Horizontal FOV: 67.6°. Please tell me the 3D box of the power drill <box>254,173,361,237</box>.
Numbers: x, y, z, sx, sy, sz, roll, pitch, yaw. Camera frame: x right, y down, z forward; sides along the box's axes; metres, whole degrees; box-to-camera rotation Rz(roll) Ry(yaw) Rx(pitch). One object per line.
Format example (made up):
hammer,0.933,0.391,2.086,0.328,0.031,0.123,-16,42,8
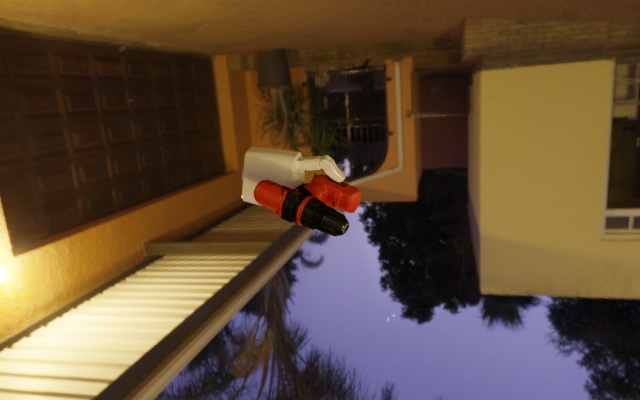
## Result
power drill,0.000,0.003,0.862,0.184,0.057,0.187,25,18,25
